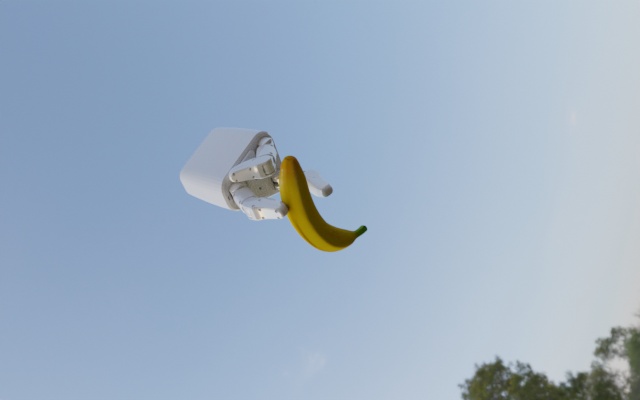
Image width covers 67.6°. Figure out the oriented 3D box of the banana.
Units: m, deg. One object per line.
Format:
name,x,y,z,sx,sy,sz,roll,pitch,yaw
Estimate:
banana,-0.006,0.020,0.618,0.037,0.069,0.198,14,-20,39
